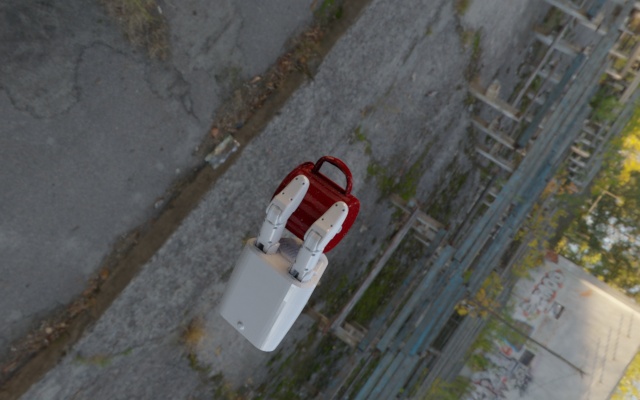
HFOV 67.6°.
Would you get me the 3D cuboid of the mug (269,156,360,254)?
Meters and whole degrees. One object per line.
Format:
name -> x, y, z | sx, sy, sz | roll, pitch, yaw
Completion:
mug -> 0.001, 0.001, 0.587 | 0.081, 0.117, 0.093 | 36, 22, 18
